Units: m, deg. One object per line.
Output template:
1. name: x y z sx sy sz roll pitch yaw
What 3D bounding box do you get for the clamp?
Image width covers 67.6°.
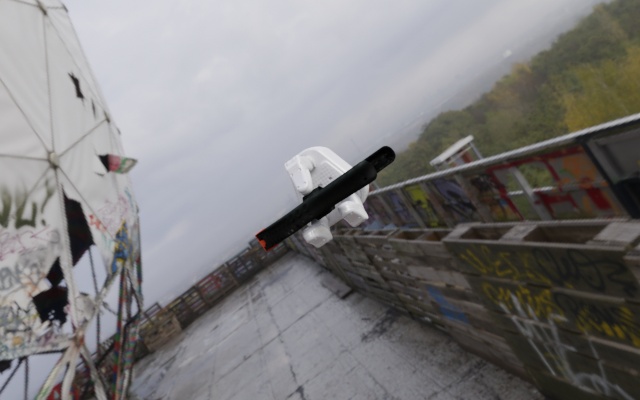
1. clamp: -0.001 0.002 0.592 0.210 0.036 0.164 -35 0 14
